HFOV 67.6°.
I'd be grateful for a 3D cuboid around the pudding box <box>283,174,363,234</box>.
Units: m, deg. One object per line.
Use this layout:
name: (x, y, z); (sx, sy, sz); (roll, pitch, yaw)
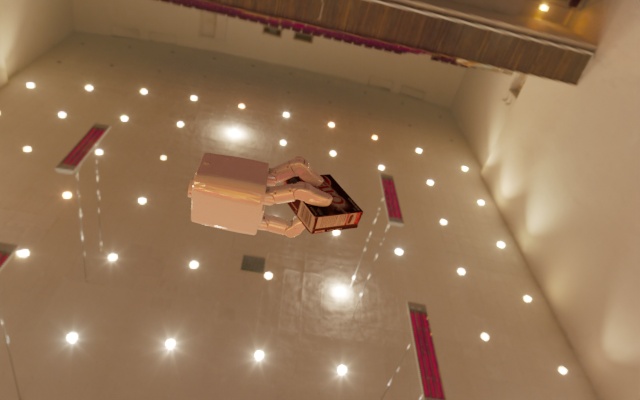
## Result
pudding box: (0.000, 0.003, 0.766); (0.090, 0.039, 0.113); (-6, 41, -31)
